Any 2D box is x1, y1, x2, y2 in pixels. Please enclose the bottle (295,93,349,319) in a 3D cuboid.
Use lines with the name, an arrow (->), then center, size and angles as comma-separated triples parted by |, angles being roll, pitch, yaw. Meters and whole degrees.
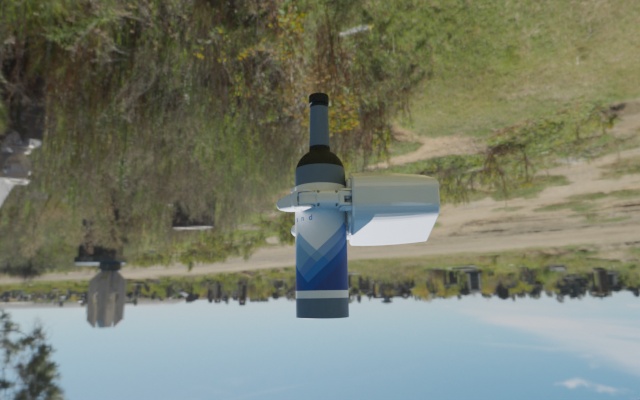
bottle -> 0.000, 0.002, 0.625 | 0.069, 0.295, 0.069 | -1, -11, 0
